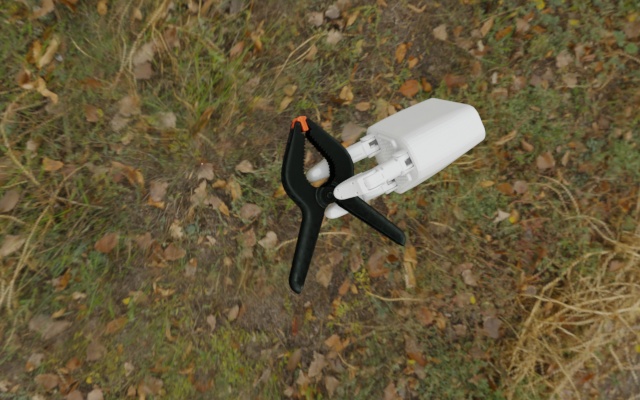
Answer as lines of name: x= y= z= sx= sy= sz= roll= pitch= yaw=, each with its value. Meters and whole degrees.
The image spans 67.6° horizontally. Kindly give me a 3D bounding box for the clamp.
clamp: x=0.000 y=0.001 z=0.591 sx=0.164 sy=0.210 sz=0.036 roll=-29 pitch=11 yaw=-16
